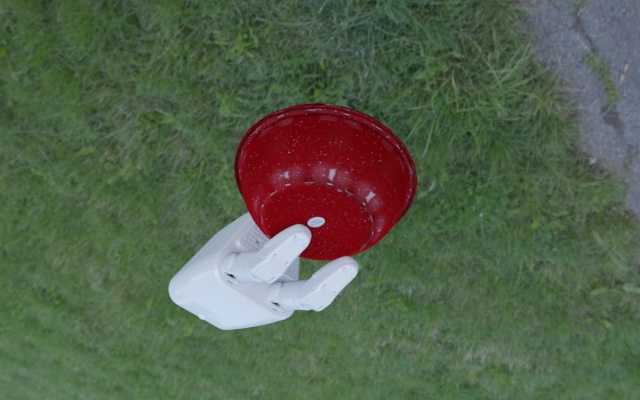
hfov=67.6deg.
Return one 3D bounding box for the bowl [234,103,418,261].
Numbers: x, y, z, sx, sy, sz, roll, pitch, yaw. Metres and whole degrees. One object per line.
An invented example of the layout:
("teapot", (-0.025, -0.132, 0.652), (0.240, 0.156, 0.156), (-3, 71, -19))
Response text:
("bowl", (0.001, 0.001, 0.401), (0.162, 0.162, 0.055), (0, 43, 10))
